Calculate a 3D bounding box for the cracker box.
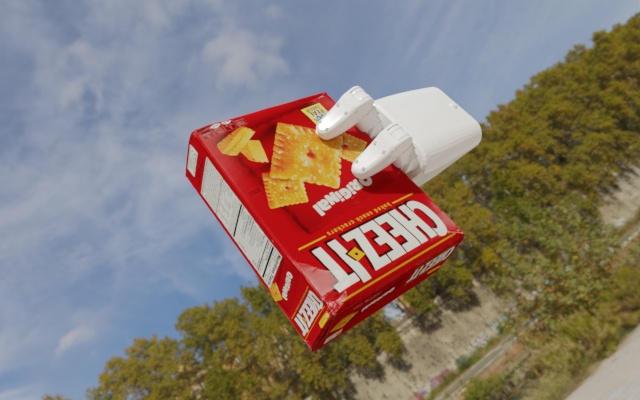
[{"bbox_3d":[0.000,0.001,0.445,0.164,0.213,0.072,-24,-29,-34],"label":"cracker box"}]
